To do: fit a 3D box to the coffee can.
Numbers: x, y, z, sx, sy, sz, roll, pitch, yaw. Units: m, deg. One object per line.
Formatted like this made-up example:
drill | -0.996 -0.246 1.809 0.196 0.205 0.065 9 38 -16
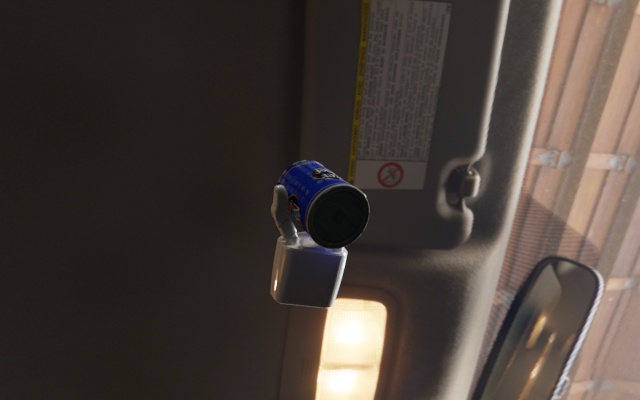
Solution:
coffee can | 0.000 0.002 0.767 0.103 0.103 0.140 0 20 -26
